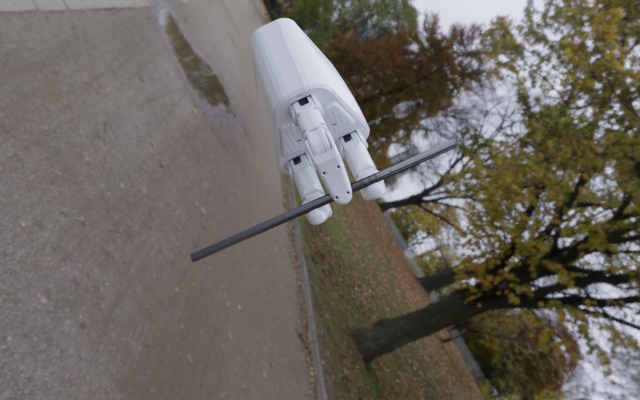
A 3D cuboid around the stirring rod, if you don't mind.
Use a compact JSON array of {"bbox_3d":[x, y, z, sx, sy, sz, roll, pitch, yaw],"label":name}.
[{"bbox_3d":[0.000,0.001,0.402,0.239,0.011,0.011,-24,-2,4],"label":"stirring rod"}]
